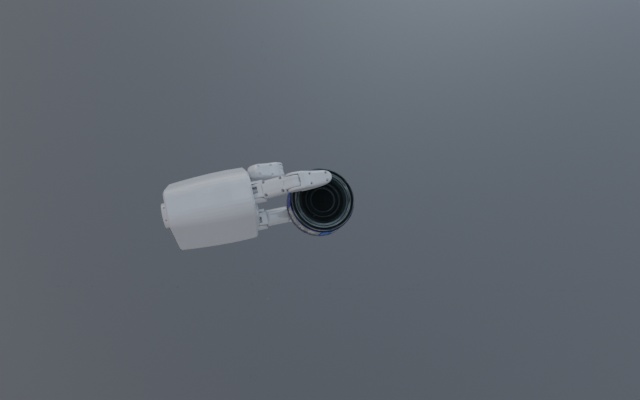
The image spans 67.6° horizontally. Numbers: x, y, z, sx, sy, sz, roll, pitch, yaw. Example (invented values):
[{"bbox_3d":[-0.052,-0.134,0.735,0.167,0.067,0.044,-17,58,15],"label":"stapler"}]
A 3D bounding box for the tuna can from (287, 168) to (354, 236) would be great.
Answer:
[{"bbox_3d":[0.000,0.002,0.625,0.086,0.086,0.034,0,-13,-12],"label":"tuna can"}]
